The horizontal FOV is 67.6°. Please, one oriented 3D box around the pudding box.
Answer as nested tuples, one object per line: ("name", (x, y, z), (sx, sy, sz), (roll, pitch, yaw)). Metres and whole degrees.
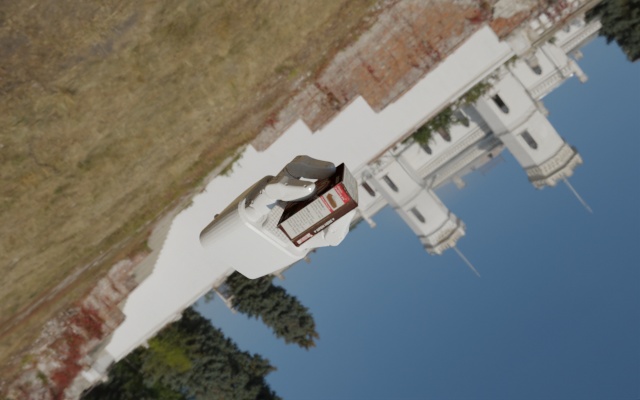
("pudding box", (0.000, 0.002, 0.571), (0.090, 0.039, 0.113), (-35, 12, 12))
